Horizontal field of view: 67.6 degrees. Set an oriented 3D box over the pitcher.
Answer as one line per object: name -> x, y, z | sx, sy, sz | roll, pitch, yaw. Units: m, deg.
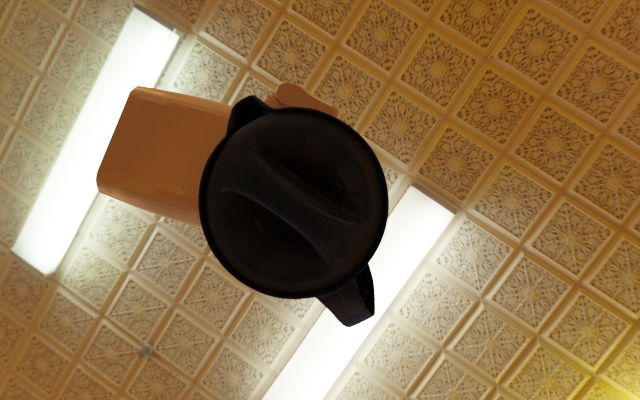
pitcher -> 0.000, 0.001, 0.438 | 0.145, 0.149, 0.243 | 17, 8, 7
